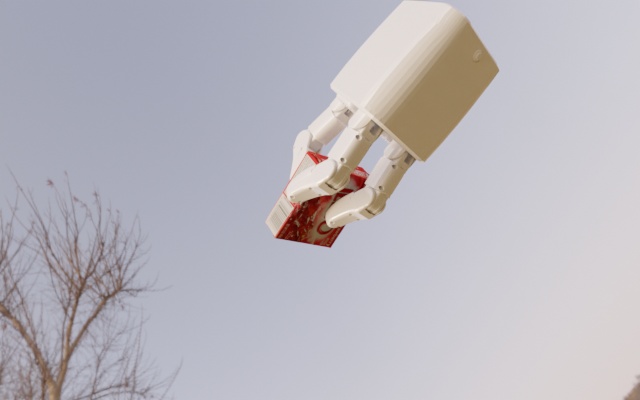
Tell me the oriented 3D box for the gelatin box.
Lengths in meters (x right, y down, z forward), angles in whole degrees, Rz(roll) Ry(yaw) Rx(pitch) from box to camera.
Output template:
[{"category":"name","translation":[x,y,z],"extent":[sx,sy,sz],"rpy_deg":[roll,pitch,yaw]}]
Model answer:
[{"category":"gelatin box","translation":[0.000,0.002,0.465],"extent":[0.073,0.089,0.030],"rpy_deg":[14,28,-40]}]
